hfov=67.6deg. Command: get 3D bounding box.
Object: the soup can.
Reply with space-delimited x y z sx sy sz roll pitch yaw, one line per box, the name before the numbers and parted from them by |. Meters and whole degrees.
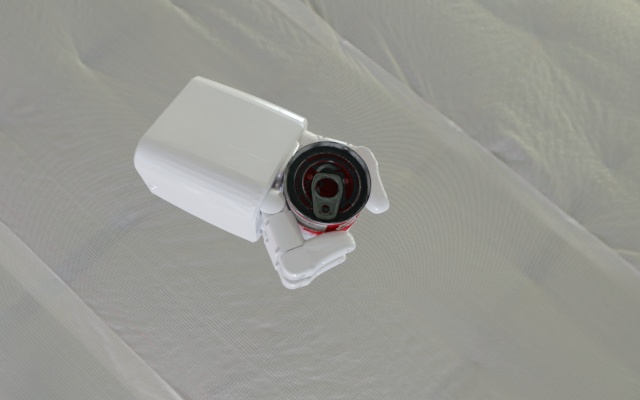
soup can | 0.001 0.002 0.411 0.068 0.068 0.102 0 -18 -7
